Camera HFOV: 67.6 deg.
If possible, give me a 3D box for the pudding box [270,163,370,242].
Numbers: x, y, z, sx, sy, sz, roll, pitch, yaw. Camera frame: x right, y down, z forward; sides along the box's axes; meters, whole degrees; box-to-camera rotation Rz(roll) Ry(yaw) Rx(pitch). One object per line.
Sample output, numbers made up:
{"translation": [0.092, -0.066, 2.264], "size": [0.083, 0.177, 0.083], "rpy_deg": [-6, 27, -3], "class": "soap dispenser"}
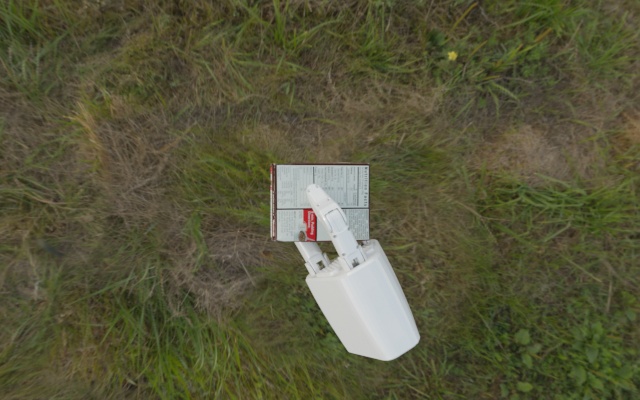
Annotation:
{"translation": [0.000, 0.002, 0.543], "size": [0.113, 0.090, 0.039], "rpy_deg": [0, 1, -12], "class": "pudding box"}
